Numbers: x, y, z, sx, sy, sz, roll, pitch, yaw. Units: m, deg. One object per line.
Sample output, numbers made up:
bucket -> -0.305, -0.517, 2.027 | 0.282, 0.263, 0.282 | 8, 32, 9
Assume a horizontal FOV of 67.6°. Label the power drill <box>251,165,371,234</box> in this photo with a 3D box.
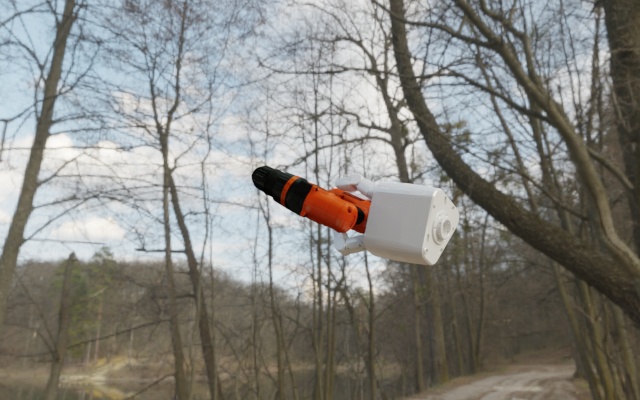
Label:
power drill -> 0.001, 0.003, 0.769 | 0.184, 0.057, 0.187 | 28, 7, 26
